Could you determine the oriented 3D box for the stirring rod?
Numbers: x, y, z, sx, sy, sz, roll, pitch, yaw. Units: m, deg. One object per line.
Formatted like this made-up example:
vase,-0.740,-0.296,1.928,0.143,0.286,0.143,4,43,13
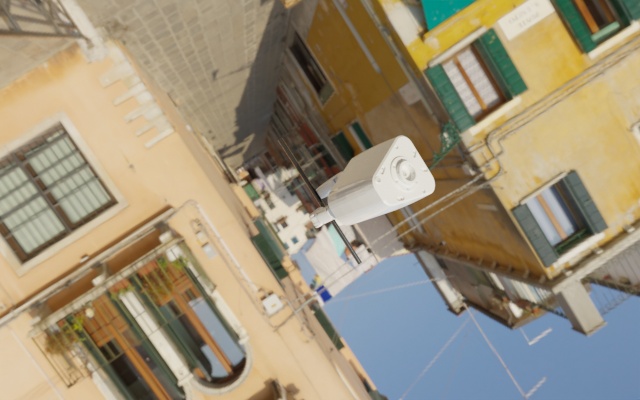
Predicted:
stirring rod,0.000,0.002,0.774,0.011,0.239,0.011,-32,6,3
